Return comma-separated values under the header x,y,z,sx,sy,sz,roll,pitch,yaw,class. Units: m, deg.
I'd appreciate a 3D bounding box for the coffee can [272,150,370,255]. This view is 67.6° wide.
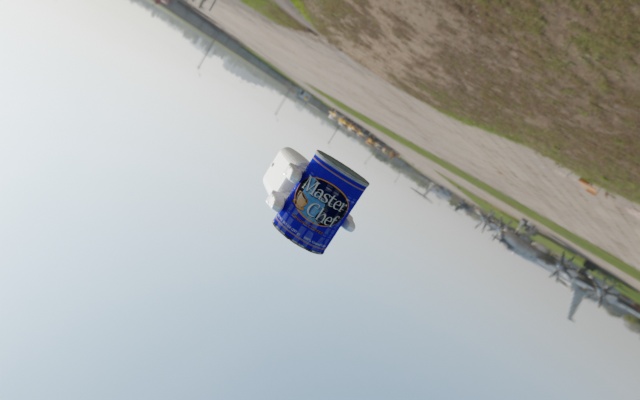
x,y,z,sx,sy,sz,roll,pitch,yaw,class
0.000,0.003,0.785,0.103,0.140,0.103,32,9,-6,coffee can
